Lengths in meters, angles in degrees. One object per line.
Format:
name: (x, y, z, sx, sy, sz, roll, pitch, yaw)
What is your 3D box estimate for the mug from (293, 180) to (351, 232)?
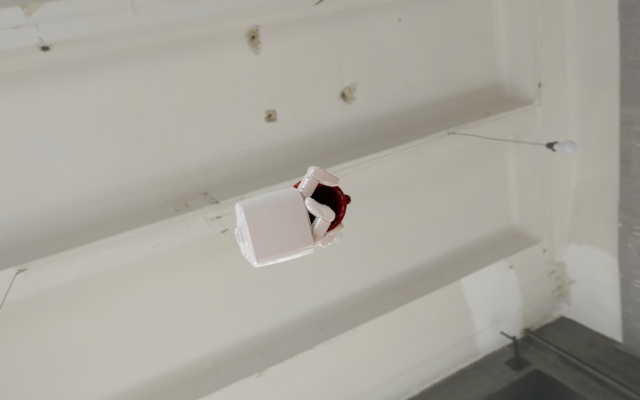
mug: (0.001, 0.003, 0.896, 0.117, 0.093, 0.081, -13, 17, -24)
